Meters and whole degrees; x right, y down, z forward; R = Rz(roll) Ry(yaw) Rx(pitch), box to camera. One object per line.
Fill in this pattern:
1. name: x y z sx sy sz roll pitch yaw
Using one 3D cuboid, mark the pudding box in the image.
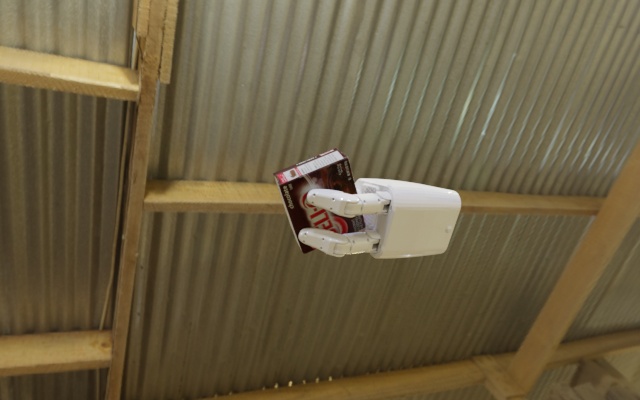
1. pudding box: 0.000 0.002 0.597 0.090 0.114 0.039 -23 32 -9
